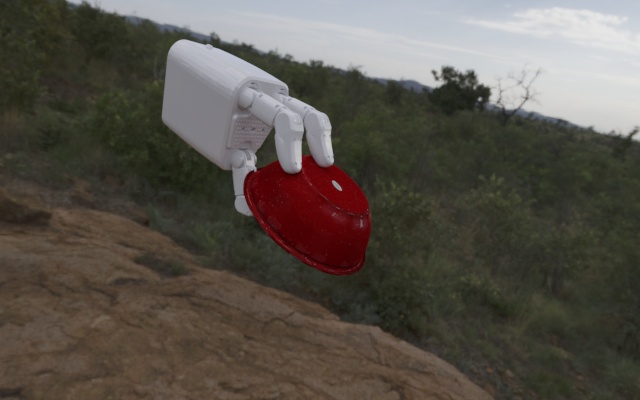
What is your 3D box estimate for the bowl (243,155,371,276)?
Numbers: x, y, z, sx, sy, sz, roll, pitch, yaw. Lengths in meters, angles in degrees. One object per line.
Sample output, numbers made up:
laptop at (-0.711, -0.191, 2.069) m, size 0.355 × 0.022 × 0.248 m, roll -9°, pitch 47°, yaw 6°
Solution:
bowl at (0.001, 0.002, 0.513) m, size 0.055 × 0.162 × 0.162 m, roll -50°, pitch -26°, yaw 24°
